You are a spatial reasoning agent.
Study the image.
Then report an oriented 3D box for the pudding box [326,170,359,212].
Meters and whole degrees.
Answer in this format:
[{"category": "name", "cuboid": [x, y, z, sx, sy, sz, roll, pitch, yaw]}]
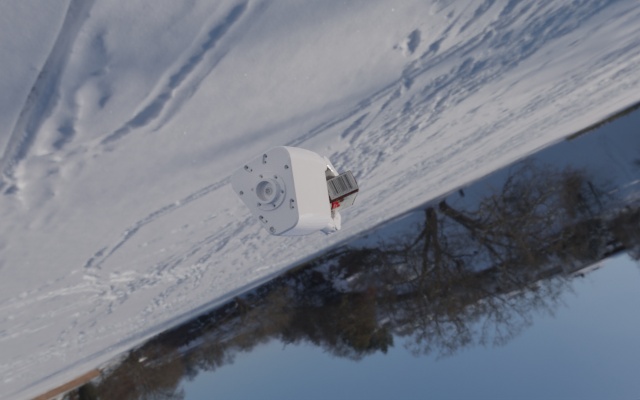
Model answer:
[{"category": "pudding box", "cuboid": [0.000, 0.003, 0.749, 0.113, 0.039, 0.090, -22, -12, -8]}]
